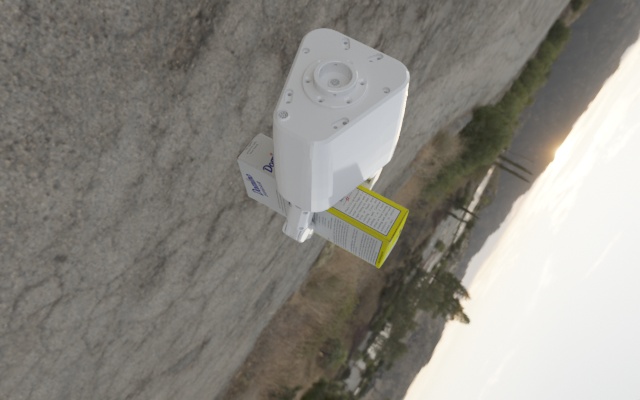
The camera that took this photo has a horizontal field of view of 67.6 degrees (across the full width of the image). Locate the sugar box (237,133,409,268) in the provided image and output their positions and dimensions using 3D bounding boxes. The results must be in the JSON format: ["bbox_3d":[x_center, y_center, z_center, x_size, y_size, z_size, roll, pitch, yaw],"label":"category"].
[{"bbox_3d":[0.000,0.001,0.507,0.176,0.048,0.093,31,-22,13],"label":"sugar box"}]
